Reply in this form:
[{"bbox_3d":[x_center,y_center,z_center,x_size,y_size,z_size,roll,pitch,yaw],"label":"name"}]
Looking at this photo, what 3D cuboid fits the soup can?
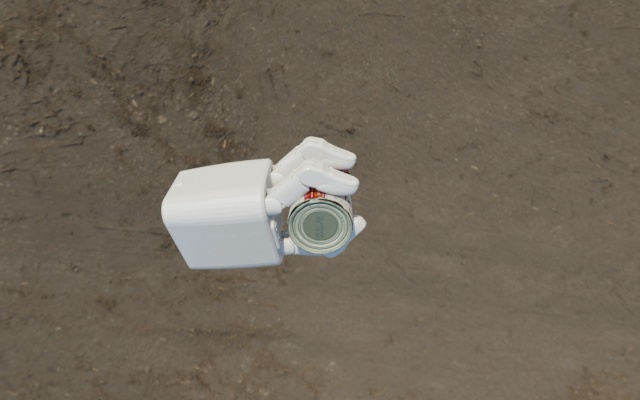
[{"bbox_3d":[0.001,0.002,0.516,0.068,0.068,0.102,0,31,1],"label":"soup can"}]
